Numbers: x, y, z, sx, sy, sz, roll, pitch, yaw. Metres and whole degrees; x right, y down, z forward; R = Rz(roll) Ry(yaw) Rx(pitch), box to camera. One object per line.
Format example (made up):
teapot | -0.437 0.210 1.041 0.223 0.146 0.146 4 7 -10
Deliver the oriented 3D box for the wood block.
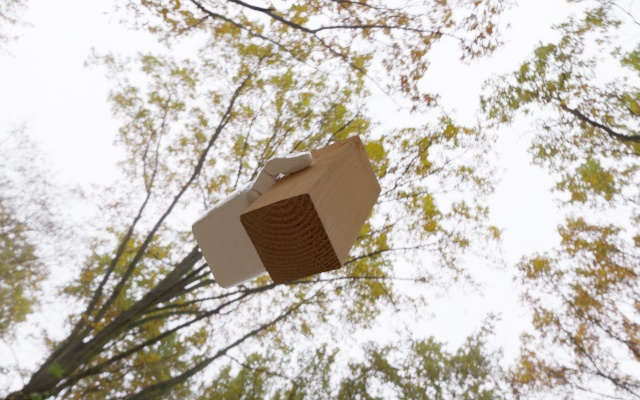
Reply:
wood block | 0.000 0.002 0.585 0.090 0.091 0.206 -18 17 26
